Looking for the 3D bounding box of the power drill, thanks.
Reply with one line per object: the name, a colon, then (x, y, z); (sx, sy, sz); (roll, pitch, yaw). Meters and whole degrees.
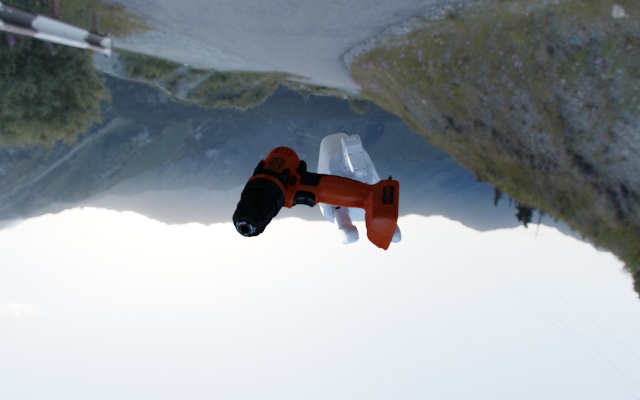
power drill: (0.001, 0.002, 0.587); (0.187, 0.057, 0.184); (16, 34, 2)
